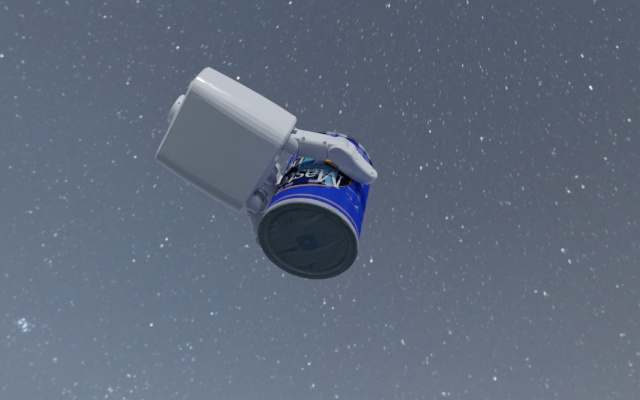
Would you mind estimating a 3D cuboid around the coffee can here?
[{"bbox_3d":[0.000,0.002,0.530,0.103,0.103,0.140,0,36,14],"label":"coffee can"}]
